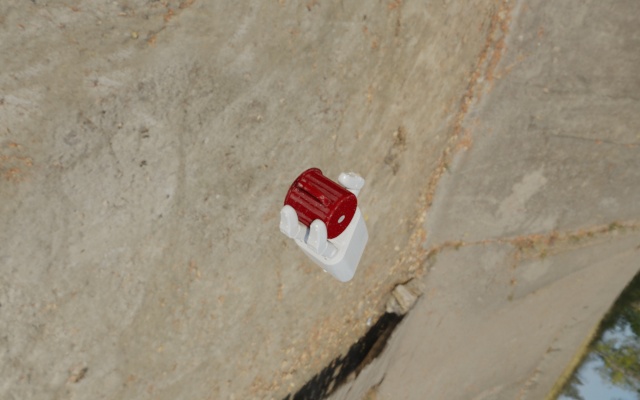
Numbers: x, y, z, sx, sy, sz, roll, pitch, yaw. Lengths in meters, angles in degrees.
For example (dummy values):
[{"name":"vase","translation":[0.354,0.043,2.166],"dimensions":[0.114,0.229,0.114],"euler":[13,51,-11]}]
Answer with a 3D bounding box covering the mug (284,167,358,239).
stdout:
[{"name":"mug","translation":[0.000,0.002,0.731],"dimensions":[0.081,0.093,0.117],"euler":[32,-13,28]}]
